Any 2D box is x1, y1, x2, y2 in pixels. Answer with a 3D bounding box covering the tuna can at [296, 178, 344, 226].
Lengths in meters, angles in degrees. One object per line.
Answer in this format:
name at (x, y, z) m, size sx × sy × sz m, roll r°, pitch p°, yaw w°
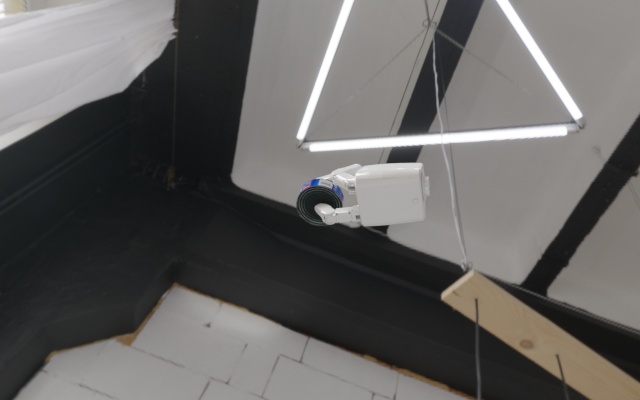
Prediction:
tuna can at (0.000, 0.003, 0.882) m, size 0.086 × 0.086 × 0.033 m, roll 0°, pitch 31°, yaw 10°
